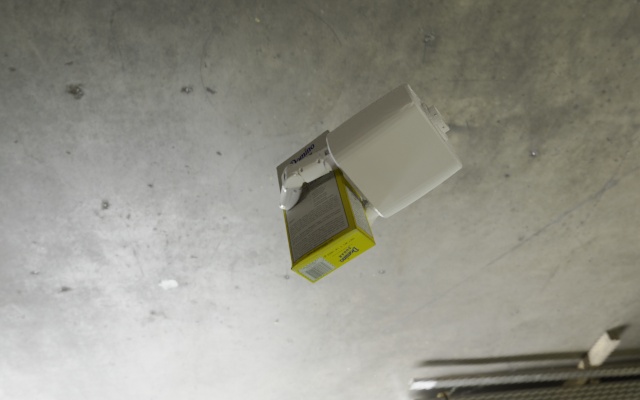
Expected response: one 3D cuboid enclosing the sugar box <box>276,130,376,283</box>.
[{"bbox_3d":[0.001,0.002,0.578,0.093,0.176,0.048,-34,-51,21],"label":"sugar box"}]
